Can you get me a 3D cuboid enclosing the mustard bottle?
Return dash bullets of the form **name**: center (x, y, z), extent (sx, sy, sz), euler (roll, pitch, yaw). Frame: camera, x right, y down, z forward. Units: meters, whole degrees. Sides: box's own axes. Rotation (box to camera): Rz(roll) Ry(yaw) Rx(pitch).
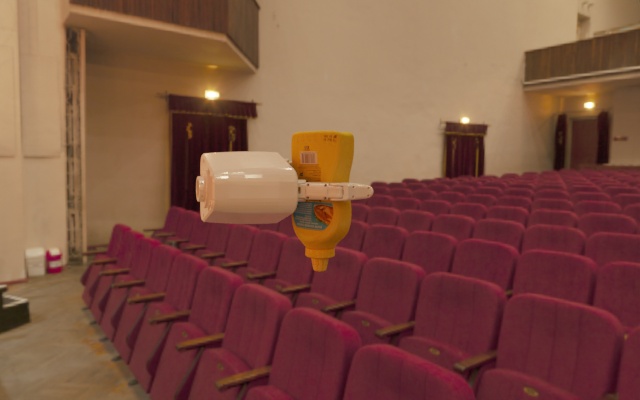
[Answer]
- **mustard bottle**: center (0.000, 0.002, 0.658), extent (0.096, 0.191, 0.058), euler (5, 6, 43)
